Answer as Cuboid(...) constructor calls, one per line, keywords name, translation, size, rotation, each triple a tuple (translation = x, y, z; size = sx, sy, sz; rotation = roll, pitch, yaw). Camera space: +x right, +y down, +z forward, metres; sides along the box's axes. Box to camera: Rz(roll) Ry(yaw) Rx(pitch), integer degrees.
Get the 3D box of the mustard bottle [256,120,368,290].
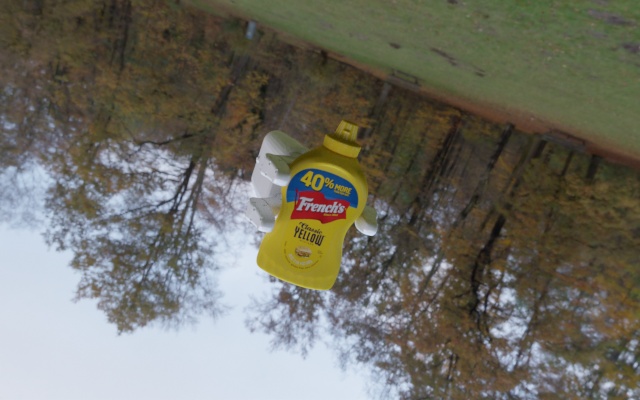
Cuboid(name="mustard bottle", translation=(0.000, 0.002, 0.540), size=(0.096, 0.192, 0.058), rotation=(20, 15, -1))
